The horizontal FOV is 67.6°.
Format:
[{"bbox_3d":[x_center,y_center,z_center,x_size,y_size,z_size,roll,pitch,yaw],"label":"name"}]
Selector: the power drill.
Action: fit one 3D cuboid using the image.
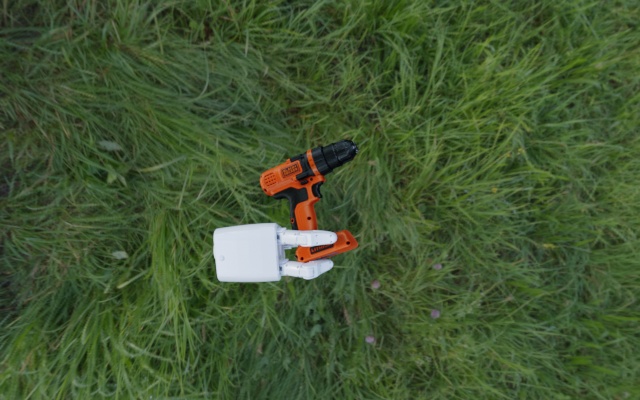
[{"bbox_3d":[0.000,0.003,0.826,0.184,0.187,0.057,-22,-14,16],"label":"power drill"}]
